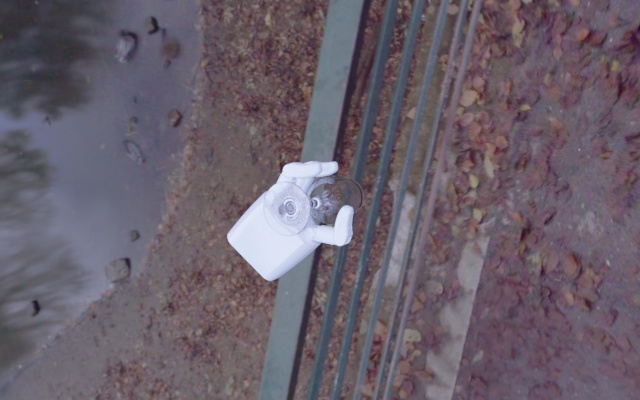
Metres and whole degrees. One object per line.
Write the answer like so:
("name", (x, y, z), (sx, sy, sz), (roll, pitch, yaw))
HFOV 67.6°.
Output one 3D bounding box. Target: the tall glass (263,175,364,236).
("tall glass", (0.000, 0.002, 0.729), (0.079, 0.079, 0.201), (0, 5, 29))
